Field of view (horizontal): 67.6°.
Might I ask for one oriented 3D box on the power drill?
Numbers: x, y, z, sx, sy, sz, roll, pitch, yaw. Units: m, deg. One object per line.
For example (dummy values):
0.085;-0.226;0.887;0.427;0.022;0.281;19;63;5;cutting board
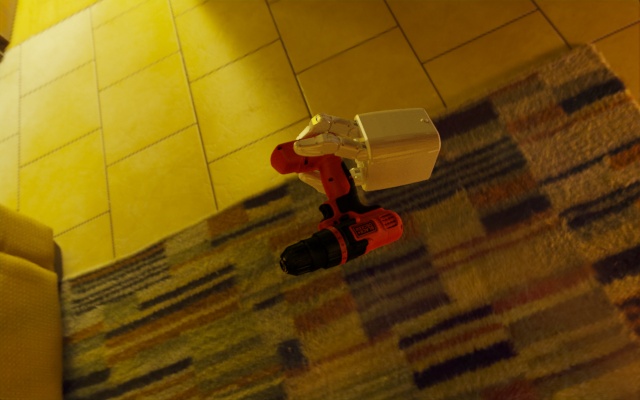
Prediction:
0.000;0.002;0.664;0.184;0.187;0.057;-16;-23;-27;power drill
